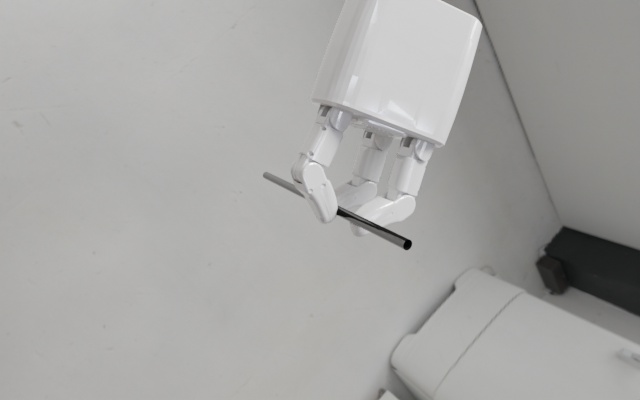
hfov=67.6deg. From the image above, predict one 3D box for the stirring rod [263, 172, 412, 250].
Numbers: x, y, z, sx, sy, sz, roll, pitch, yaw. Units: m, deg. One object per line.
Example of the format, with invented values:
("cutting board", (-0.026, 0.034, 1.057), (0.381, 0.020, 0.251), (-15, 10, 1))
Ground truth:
("stirring rod", (0.000, 0.001, 0.430), (0.011, 0.011, 0.239), (0, 14, -31))
